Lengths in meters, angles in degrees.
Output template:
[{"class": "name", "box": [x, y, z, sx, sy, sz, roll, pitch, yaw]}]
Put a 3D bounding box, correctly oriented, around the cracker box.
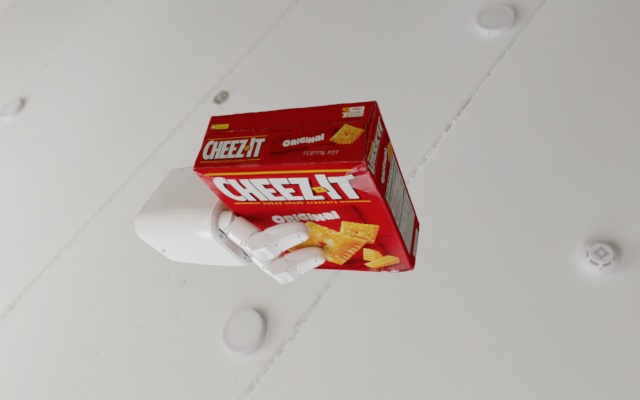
[{"class": "cracker box", "box": [0.000, 0.002, 0.486, 0.164, 0.072, 0.214, -1, -31, 22]}]
